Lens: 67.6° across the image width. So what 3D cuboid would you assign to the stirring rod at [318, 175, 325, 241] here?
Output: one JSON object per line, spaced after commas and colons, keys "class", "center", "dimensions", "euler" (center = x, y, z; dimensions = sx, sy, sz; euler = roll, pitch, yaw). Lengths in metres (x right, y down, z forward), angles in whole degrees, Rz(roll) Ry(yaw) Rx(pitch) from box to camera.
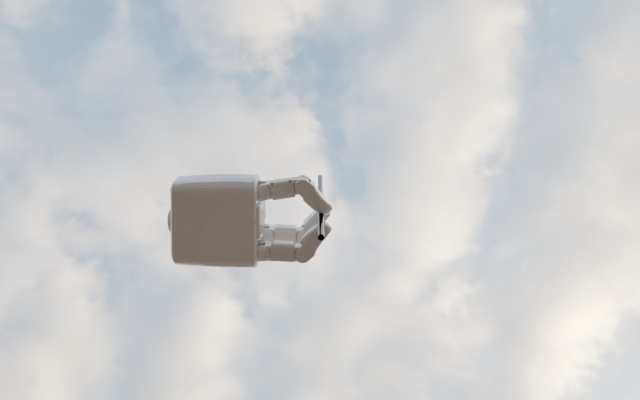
{"class": "stirring rod", "center": [0.000, 0.002, 0.653], "dimensions": [0.011, 0.011, 0.239], "euler": [0, 19, 0]}
